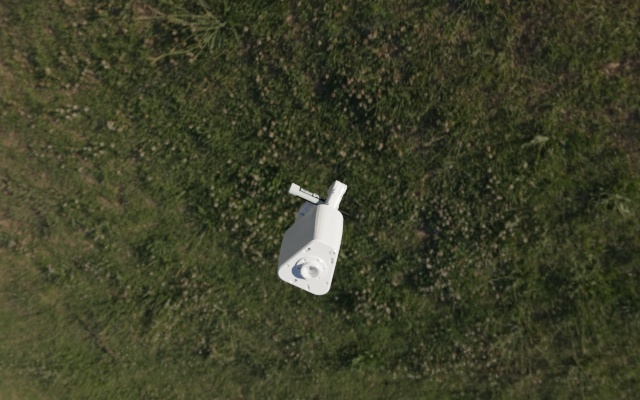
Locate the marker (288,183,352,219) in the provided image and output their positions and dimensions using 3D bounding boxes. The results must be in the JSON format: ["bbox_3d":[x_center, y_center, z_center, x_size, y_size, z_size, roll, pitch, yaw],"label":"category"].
[{"bbox_3d":[0.000,0.003,0.853,0.121,0.020,0.020,25,-4,-9],"label":"marker"}]
